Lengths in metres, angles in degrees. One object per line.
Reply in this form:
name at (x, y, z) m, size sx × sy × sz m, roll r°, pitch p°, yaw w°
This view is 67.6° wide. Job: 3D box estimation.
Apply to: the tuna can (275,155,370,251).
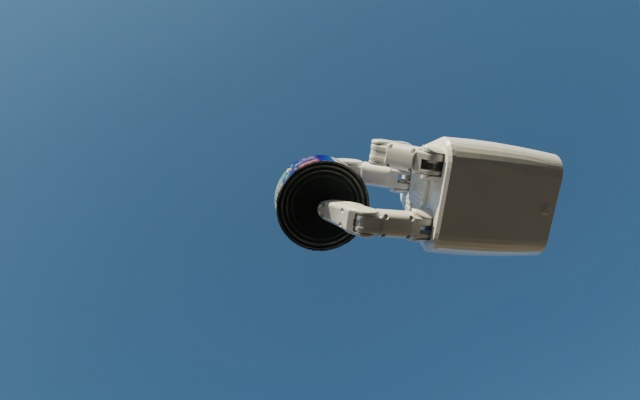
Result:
tuna can at (0.000, 0.001, 0.446) m, size 0.086 × 0.086 × 0.033 m, roll 0°, pitch 17°, yaw -11°
